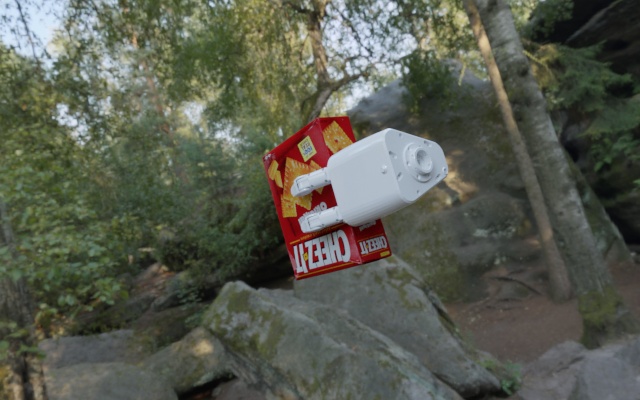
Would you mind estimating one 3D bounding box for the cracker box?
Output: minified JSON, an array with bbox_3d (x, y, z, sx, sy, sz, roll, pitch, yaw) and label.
[{"bbox_3d":[0.000,0.002,0.726,0.072,0.213,0.164,-10,-9,-39],"label":"cracker box"}]
